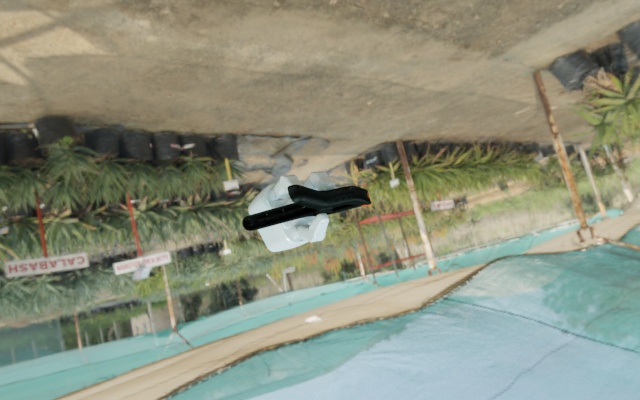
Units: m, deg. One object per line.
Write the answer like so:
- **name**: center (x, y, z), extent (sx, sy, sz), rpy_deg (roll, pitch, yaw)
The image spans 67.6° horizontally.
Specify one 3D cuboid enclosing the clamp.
- **clamp**: center (0.001, 0.003, 0.739), extent (0.210, 0.036, 0.164), rpy_deg (-9, -12, -29)
